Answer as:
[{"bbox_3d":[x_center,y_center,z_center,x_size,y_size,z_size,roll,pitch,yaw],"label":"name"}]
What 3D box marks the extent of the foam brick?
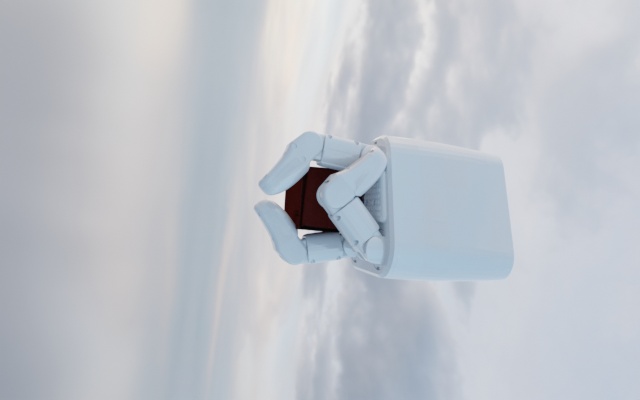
[{"bbox_3d":[0.000,0.001,0.417,0.051,0.053,0.078,5,-2,-14],"label":"foam brick"}]
